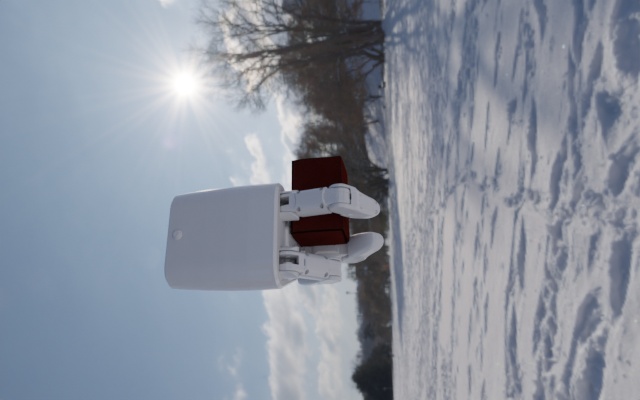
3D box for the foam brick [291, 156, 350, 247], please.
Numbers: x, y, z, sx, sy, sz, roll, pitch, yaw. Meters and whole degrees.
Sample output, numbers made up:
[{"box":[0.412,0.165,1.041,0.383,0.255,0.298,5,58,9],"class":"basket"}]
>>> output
[{"box":[0.000,0.001,0.477,0.051,0.078,0.053,-4,-21,9],"class":"foam brick"}]
